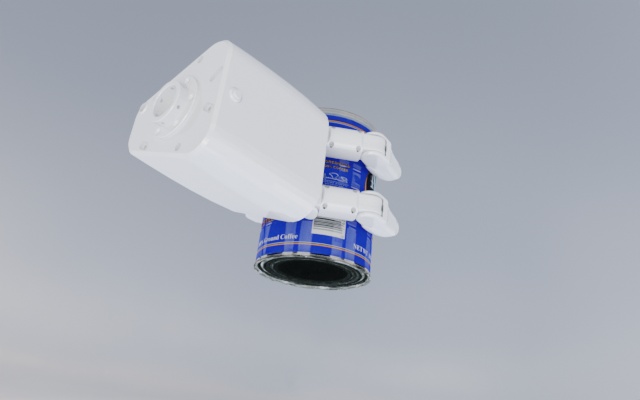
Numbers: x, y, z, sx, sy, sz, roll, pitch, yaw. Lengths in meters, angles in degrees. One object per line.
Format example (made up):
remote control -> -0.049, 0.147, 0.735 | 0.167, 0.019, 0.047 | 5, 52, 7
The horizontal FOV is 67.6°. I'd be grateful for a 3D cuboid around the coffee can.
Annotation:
coffee can -> 0.000, 0.001, 0.443 | 0.103, 0.140, 0.103 | 5, -24, 2
